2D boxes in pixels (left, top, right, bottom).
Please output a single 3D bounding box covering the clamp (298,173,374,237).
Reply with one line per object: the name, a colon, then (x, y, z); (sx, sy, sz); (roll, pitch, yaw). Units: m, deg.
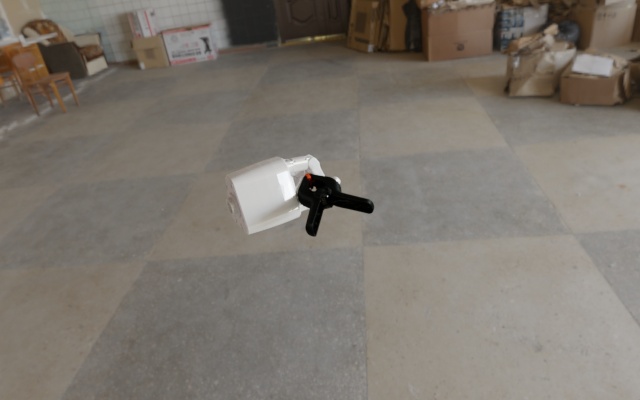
clamp: (0.000, 0.002, 0.830); (0.120, 0.039, 0.171); (-21, 31, -23)
